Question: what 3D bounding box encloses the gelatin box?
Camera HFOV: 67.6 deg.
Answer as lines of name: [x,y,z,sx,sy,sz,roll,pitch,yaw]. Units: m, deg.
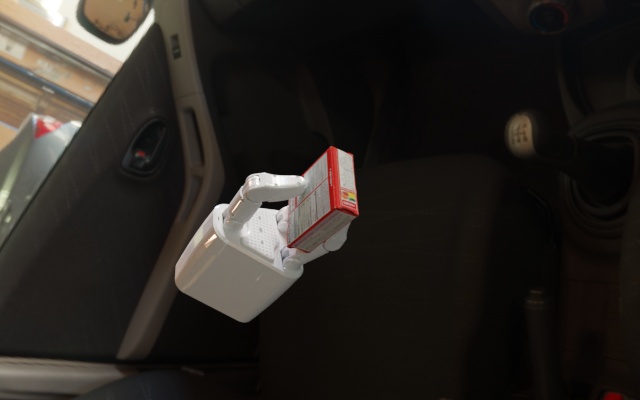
gelatin box: [0.000,0.001,0.478,0.030,0.073,0.089,18,-39,-27]
